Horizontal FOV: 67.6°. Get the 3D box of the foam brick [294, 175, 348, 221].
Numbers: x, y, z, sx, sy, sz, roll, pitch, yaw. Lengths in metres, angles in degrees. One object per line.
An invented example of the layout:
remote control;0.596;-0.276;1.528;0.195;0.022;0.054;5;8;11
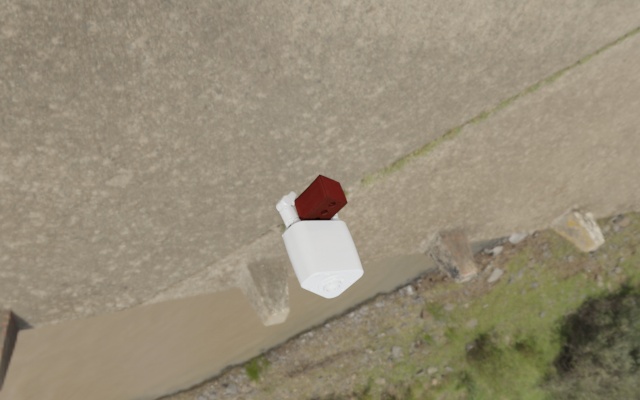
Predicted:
foam brick;0.000;0.003;0.848;0.053;0.051;0.078;17;-50;-39
